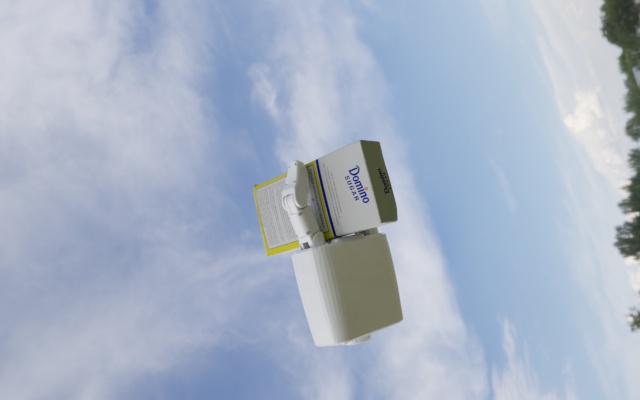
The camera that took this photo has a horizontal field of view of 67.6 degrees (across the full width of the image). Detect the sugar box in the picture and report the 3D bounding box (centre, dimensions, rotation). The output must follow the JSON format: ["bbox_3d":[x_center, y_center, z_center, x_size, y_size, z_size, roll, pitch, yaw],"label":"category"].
[{"bbox_3d":[0.000,0.002,0.557,0.176,0.093,0.048,-18,-9,37],"label":"sugar box"}]
